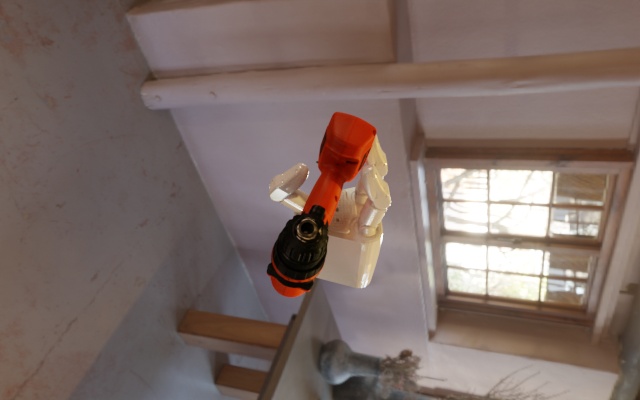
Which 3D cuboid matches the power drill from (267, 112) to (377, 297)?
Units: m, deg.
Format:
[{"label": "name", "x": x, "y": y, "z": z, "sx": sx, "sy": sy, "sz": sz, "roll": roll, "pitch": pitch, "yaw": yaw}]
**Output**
[{"label": "power drill", "x": 0.000, "y": 0.001, "z": 0.503, "sx": 0.057, "sy": 0.187, "sz": 0.184, "roll": 25, "pitch": -24, "yaw": 0}]
